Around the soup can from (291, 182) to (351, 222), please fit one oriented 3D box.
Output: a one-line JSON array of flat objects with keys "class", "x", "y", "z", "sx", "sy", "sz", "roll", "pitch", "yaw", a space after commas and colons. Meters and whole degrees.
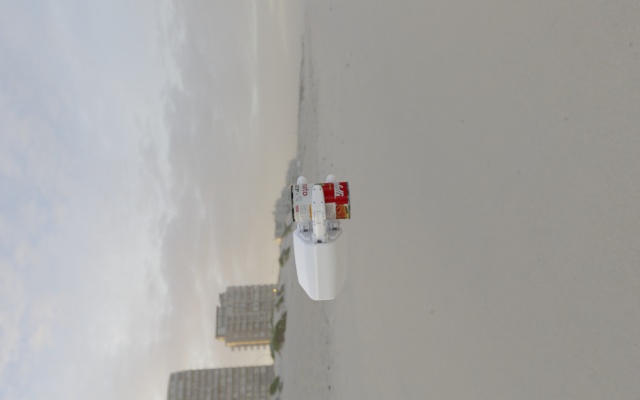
[{"class": "soup can", "x": 0.000, "y": 0.002, "z": 0.850, "sx": 0.102, "sy": 0.068, "sz": 0.068, "roll": -3, "pitch": 0, "yaw": 0}]
